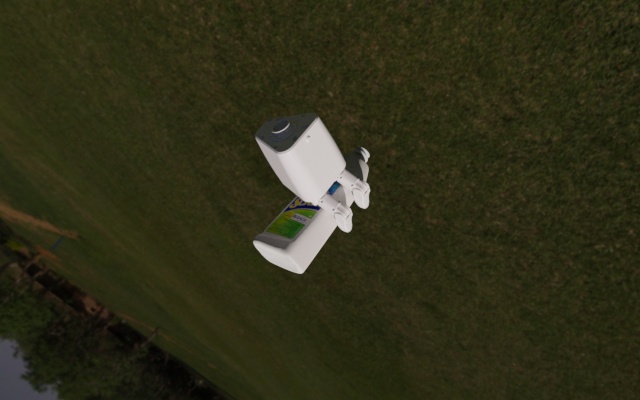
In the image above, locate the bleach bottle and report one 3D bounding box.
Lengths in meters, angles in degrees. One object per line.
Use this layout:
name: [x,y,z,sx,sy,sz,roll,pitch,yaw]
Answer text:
bleach bottle: [0.000,0.003,0.819,0.102,0.250,0.068,15,-32,42]
